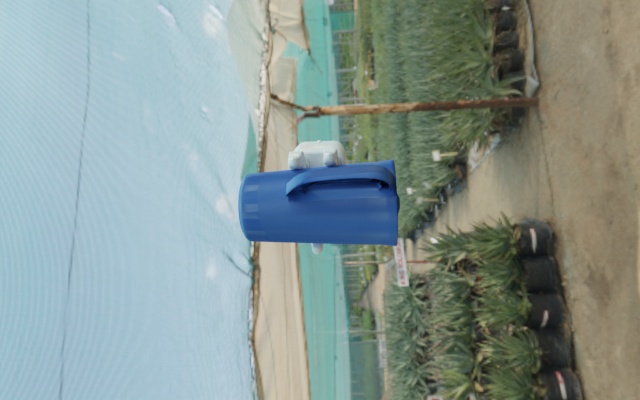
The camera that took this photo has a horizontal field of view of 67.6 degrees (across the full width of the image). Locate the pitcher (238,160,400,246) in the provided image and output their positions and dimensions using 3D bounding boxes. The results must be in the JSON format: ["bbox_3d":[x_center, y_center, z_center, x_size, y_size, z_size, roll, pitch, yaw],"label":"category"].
[{"bbox_3d":[0.000,0.002,0.738,0.243,0.149,0.145,-2,21,5],"label":"pitcher"}]
